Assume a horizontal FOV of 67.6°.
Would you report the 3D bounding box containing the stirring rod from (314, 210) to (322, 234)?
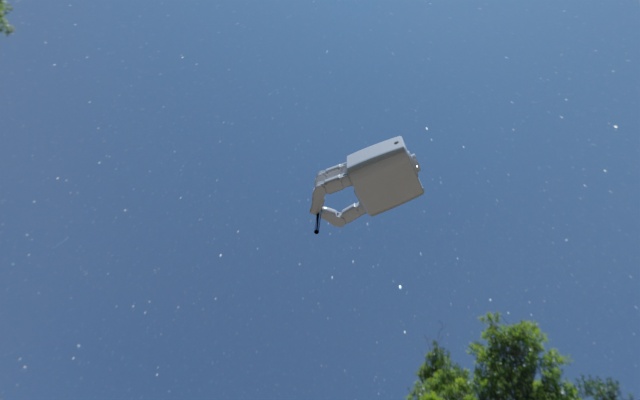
[{"bbox_3d":[0.000,0.003,0.889,0.011,0.011,0.239,0,24,3],"label":"stirring rod"}]
